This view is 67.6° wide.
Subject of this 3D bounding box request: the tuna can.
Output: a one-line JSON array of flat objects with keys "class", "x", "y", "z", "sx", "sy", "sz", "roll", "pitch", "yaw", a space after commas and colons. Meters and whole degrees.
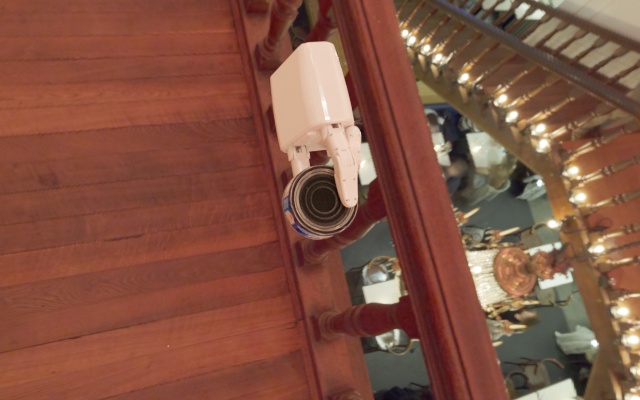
[{"class": "tuna can", "x": 0.000, "y": 0.002, "z": 0.562, "sx": 0.086, "sy": 0.086, "sz": 0.034, "roll": 0, "pitch": -11, "yaw": -18}]
